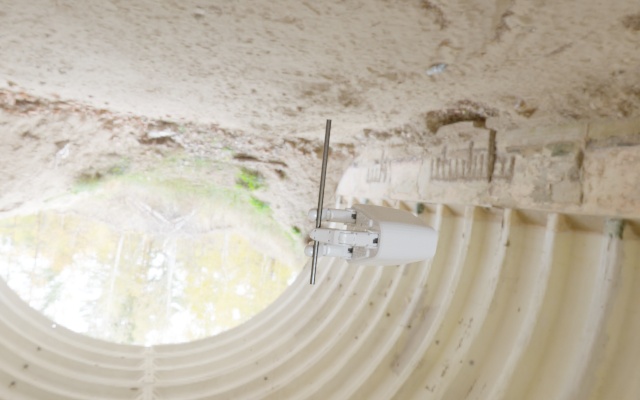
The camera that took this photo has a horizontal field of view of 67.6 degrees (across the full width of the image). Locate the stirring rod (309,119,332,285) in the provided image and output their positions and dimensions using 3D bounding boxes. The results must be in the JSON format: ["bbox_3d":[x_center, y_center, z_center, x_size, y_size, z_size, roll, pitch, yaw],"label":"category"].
[{"bbox_3d":[0.000,0.002,0.694,0.011,0.239,0.011,6,1,0],"label":"stirring rod"}]
